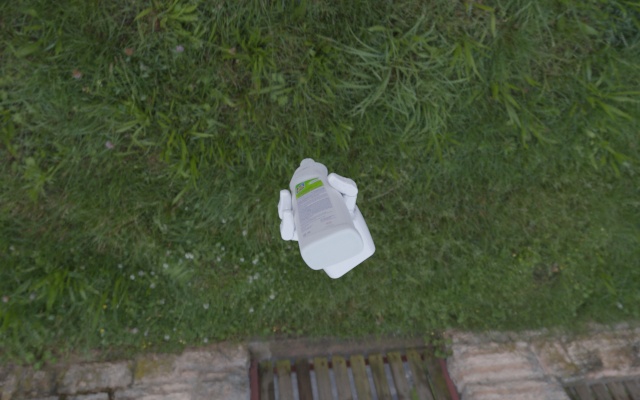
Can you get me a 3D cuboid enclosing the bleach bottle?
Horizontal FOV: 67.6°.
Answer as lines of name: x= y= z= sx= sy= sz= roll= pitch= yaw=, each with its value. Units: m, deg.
bleach bottle: x=0.000 y=0.003 z=0.847 sx=0.102 sy=0.068 sz=0.250 roll=-23 pitch=39 yaw=8
